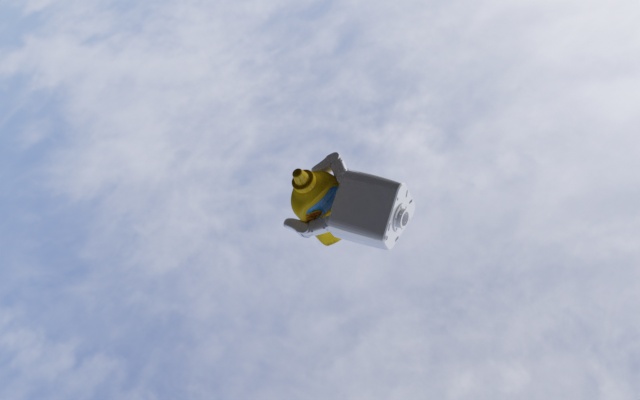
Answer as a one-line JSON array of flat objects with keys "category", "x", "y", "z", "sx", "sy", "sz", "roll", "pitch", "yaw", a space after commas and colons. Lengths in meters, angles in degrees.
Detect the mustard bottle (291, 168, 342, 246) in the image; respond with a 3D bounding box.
[{"category": "mustard bottle", "x": 0.000, "y": 0.003, "z": 0.843, "sx": 0.058, "sy": 0.096, "sz": 0.192, "roll": 44, "pitch": -4, "yaw": 39}]
